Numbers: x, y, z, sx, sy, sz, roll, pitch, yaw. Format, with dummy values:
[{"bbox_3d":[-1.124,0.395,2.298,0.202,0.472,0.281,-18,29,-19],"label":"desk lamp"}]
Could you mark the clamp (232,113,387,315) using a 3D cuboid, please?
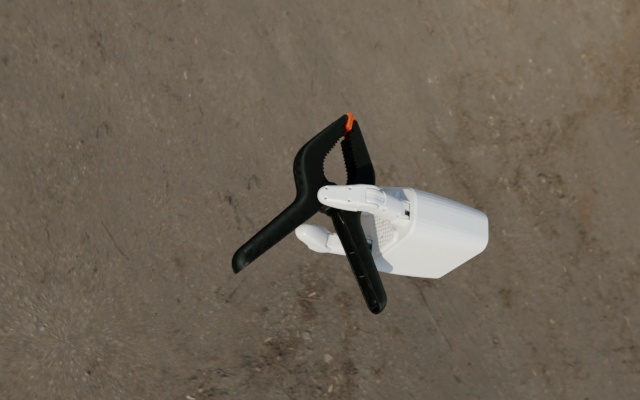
[{"bbox_3d":[0.001,0.001,0.493,0.164,0.210,0.036,14,-20,-23],"label":"clamp"}]
